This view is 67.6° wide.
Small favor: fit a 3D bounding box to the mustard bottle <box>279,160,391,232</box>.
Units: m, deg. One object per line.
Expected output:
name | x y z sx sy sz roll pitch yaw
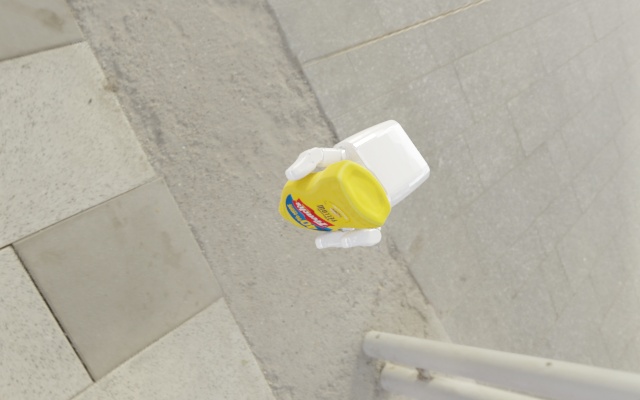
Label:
mustard bottle | 0.000 0.002 0.657 0.096 0.058 0.191 44 -30 -24
